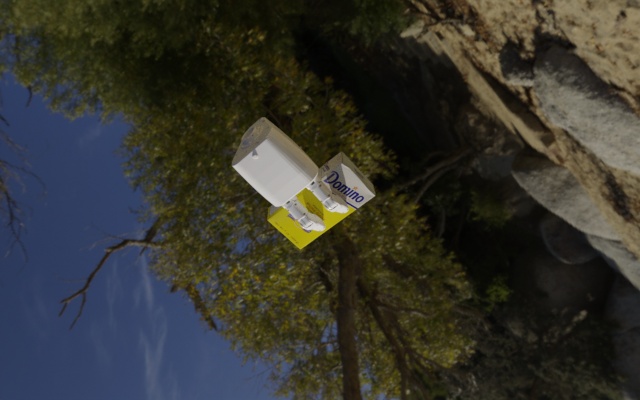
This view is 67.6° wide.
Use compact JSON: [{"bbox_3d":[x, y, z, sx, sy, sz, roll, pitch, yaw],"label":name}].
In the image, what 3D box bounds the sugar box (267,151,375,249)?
[{"bbox_3d":[0.000,0.003,0.849,0.176,0.093,0.048,-36,27,21],"label":"sugar box"}]
